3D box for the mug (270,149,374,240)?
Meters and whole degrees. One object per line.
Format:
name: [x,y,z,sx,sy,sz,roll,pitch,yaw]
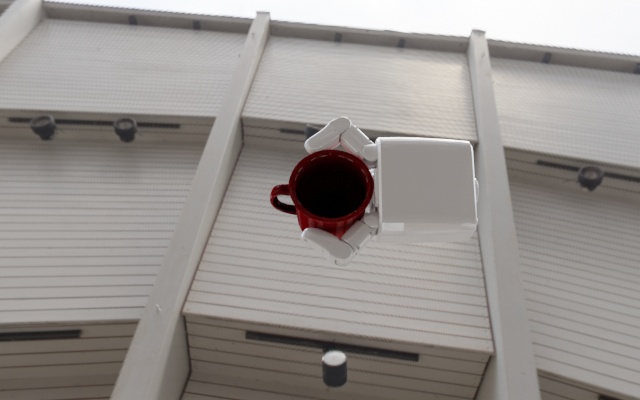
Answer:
mug: [-0.001,0.002,0.554,0.117,0.093,0.081,0,-29,1]
